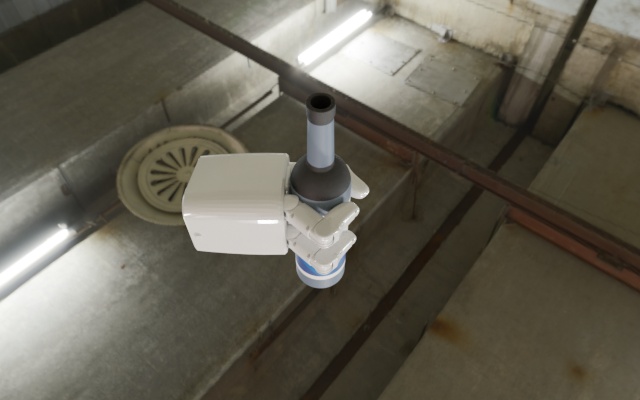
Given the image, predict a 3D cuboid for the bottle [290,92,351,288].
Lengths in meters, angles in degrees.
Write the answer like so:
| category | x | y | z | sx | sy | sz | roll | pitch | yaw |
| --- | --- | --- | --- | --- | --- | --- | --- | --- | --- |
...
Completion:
| category | x | y | z | sx | sy | sz | roll | pitch | yaw |
| --- | --- | --- | --- | --- | --- | --- | --- | --- | --- |
| bottle | 0.000 | 0.002 | 0.543 | 0.069 | 0.069 | 0.296 | 0 | -38 | 0 |
